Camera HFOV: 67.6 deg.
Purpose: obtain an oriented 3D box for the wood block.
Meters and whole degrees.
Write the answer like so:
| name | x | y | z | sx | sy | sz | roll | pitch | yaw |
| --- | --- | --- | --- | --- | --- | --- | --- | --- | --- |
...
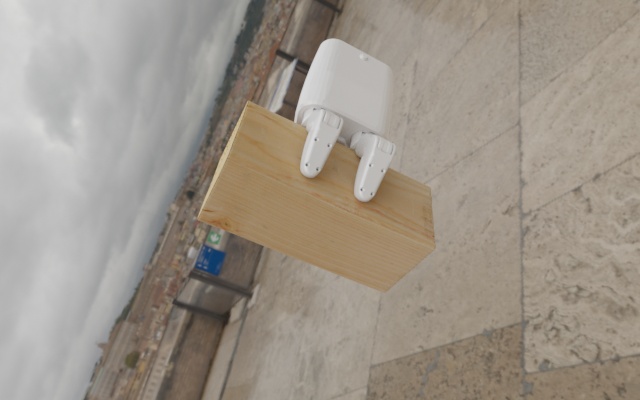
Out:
| name | x | y | z | sx | sy | sz | roll | pitch | yaw |
| --- | --- | --- | --- | --- | --- | --- | --- | --- | --- |
| wood block | 0.000 | 0.001 | 0.472 | 0.206 | 0.090 | 0.091 | 23 | -47 | -15 |
